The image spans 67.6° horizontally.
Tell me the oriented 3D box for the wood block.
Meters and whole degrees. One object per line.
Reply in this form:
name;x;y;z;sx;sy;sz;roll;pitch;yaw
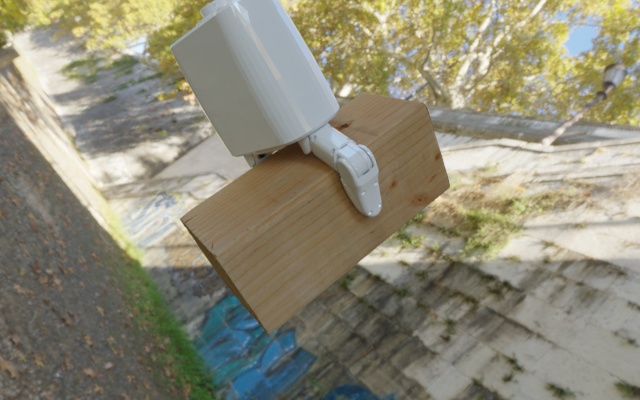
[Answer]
wood block;0.000;0.001;0.412;0.206;0.090;0.090;-37;34;-17
